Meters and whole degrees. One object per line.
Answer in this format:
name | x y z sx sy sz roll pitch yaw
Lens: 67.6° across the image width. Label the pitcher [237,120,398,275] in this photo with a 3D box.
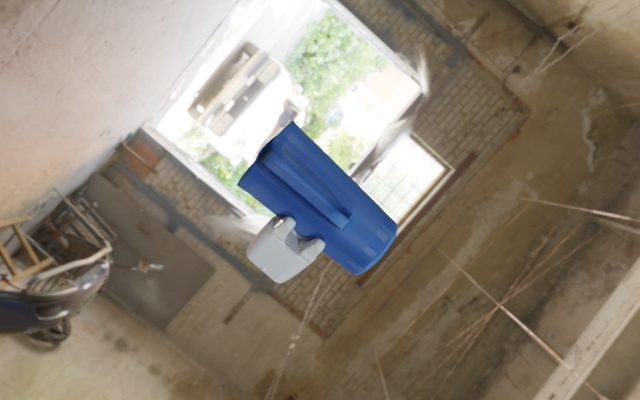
pitcher | 0.000 0.002 0.736 0.145 0.243 0.149 -45 6 44
